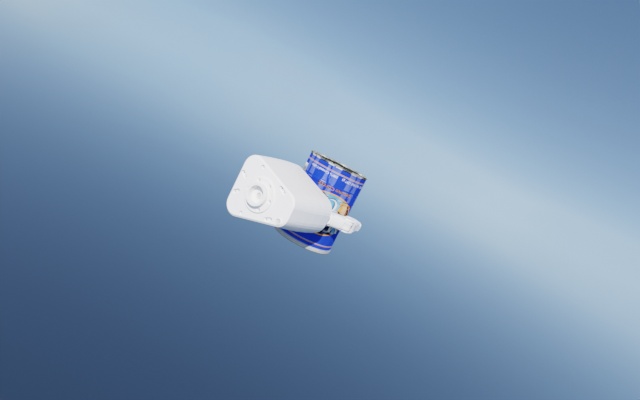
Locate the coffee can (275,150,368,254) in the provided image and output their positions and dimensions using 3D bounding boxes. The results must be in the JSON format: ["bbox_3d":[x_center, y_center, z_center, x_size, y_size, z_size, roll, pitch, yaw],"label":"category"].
[{"bbox_3d":[0.000,0.003,0.785,0.103,0.140,0.103,26,8,-4],"label":"coffee can"}]
